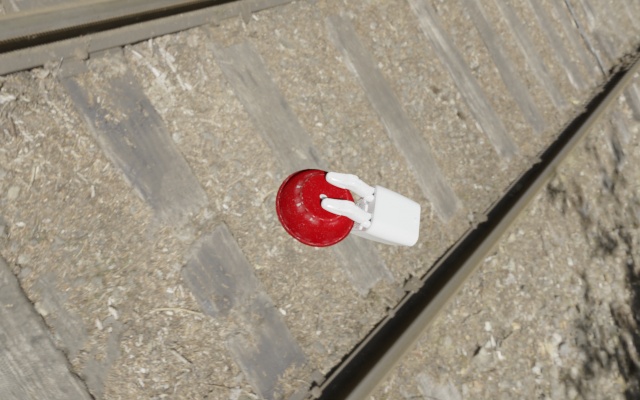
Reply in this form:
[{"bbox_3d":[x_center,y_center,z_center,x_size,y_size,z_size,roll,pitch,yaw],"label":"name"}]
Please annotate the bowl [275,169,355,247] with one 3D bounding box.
[{"bbox_3d":[-0.001,0.003,0.890,0.162,0.162,0.055,0,-22,-19],"label":"bowl"}]
